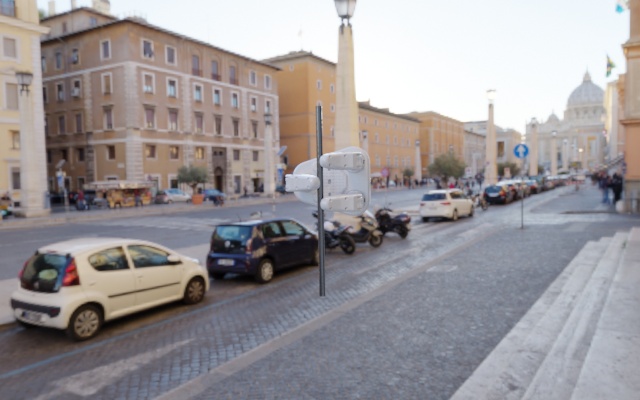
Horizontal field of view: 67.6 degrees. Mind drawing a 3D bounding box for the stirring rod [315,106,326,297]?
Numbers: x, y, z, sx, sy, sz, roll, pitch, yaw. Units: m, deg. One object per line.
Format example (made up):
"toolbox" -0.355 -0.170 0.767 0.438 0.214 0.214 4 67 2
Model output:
"stirring rod" 0.000 0.002 0.605 0.011 0.239 0.011 -1 3 0
